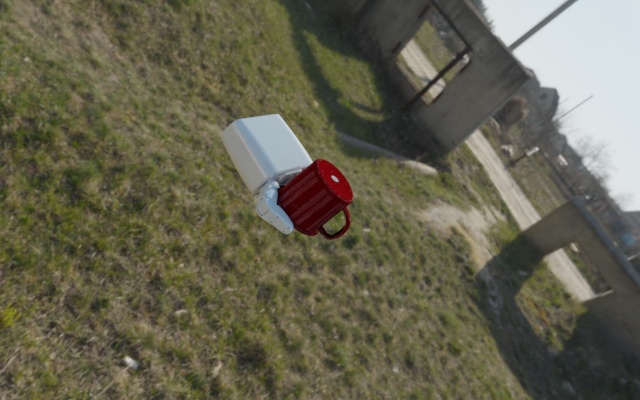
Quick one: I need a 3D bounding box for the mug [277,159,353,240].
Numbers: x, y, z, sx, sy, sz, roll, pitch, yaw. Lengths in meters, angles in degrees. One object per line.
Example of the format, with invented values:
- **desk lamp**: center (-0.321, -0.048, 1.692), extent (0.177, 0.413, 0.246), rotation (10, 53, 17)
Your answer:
- **mug**: center (0.001, 0.003, 0.703), extent (0.081, 0.117, 0.093), rotation (-39, -12, 24)
